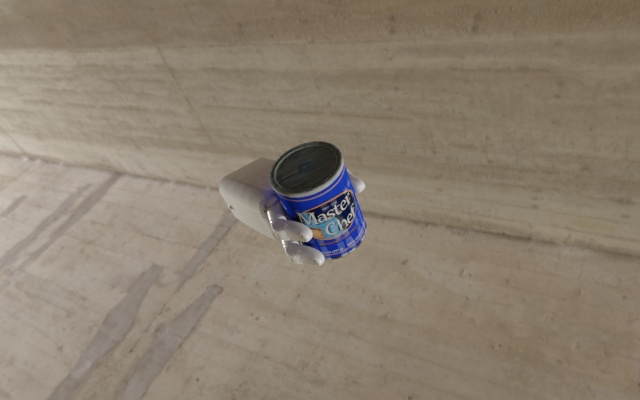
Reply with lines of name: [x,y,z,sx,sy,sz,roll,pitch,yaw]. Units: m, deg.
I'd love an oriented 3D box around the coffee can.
coffee can: [0.000,0.002,0.677,0.103,0.102,0.140,0,-43,24]
